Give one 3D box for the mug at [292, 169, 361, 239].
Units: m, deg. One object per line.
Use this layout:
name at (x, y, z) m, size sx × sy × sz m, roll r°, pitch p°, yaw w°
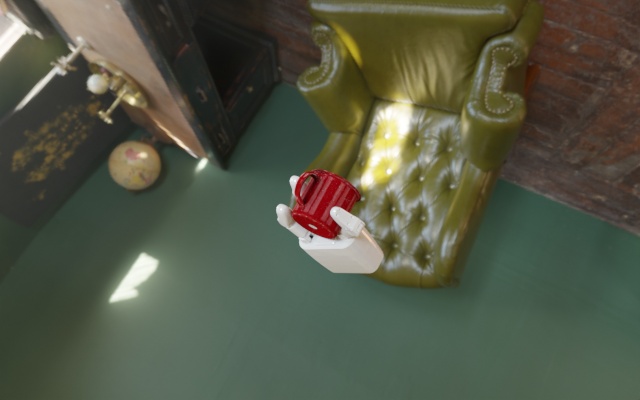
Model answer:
mug at (-0.001, 0.002, 0.762) m, size 0.093 × 0.081 × 0.117 m, roll 12°, pitch -25°, yaw 43°
